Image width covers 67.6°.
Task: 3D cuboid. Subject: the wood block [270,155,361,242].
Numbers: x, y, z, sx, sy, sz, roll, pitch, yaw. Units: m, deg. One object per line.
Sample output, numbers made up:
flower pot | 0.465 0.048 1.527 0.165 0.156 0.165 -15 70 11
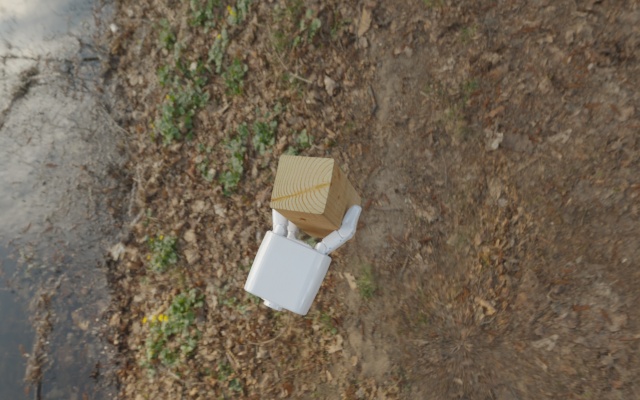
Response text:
wood block | 0.000 0.003 0.818 0.091 0.090 0.206 7 -14 18
